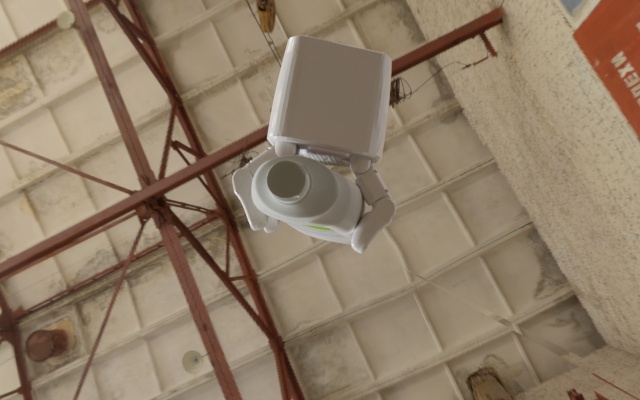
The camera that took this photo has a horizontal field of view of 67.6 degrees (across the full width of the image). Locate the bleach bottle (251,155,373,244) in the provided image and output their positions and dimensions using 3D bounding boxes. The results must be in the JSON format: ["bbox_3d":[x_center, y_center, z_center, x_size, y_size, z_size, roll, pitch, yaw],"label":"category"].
[{"bbox_3d":[0.000,0.002,0.463,0.102,0.068,0.251,9,-6,9],"label":"bleach bottle"}]
